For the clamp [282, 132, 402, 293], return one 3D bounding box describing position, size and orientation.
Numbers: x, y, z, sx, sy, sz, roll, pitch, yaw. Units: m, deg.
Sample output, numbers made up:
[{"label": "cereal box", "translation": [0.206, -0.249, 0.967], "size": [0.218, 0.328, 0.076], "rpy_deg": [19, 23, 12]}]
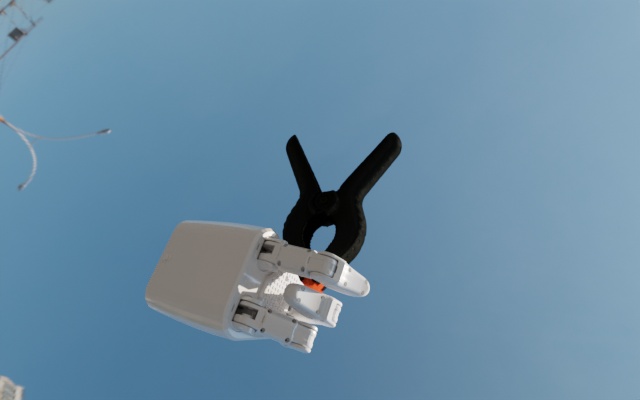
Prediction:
[{"label": "clamp", "translation": [0.000, 0.002, 0.458], "size": [0.120, 0.171, 0.039], "rpy_deg": [7, -28, 30]}]
